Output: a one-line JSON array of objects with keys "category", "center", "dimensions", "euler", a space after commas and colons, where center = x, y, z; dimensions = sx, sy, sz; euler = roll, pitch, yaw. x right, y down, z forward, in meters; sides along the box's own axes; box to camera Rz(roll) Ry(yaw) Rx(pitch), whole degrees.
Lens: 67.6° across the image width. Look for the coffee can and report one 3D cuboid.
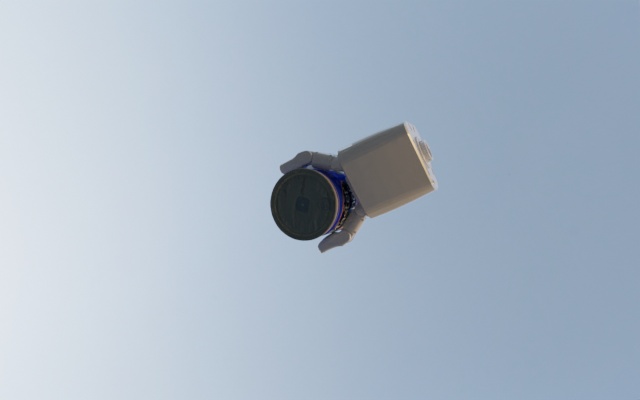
[{"category": "coffee can", "center": [0.000, 0.003, 0.733], "dimensions": [0.103, 0.103, 0.140], "euler": [0, 3, 22]}]
